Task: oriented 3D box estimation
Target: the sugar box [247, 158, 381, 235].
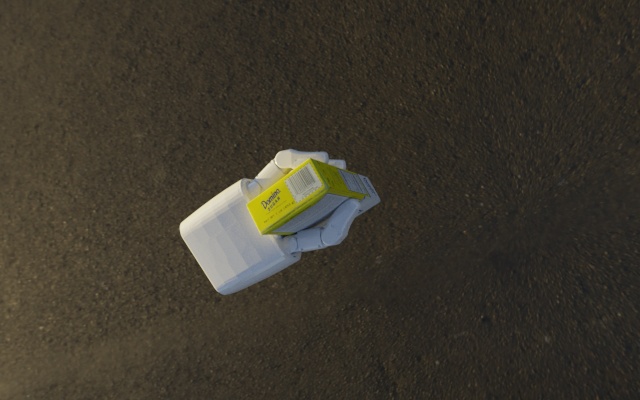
[{"bbox_3d":[0.000,0.001,0.569,0.093,0.048,0.176,-34,-14,18],"label":"sugar box"}]
